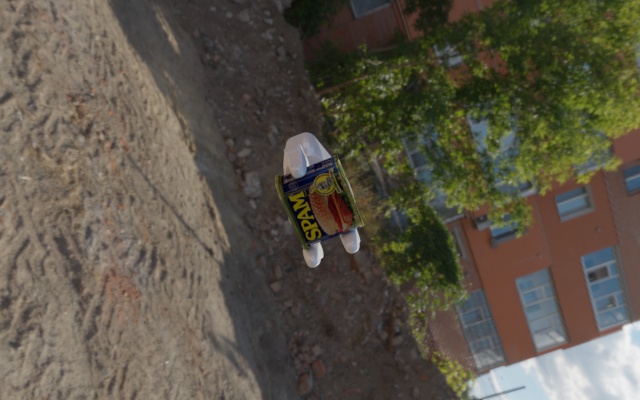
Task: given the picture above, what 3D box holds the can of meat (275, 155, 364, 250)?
[{"bbox_3d":[0.000,0.002,0.613,0.084,0.102,0.057,-21,23,5],"label":"can of meat"}]
